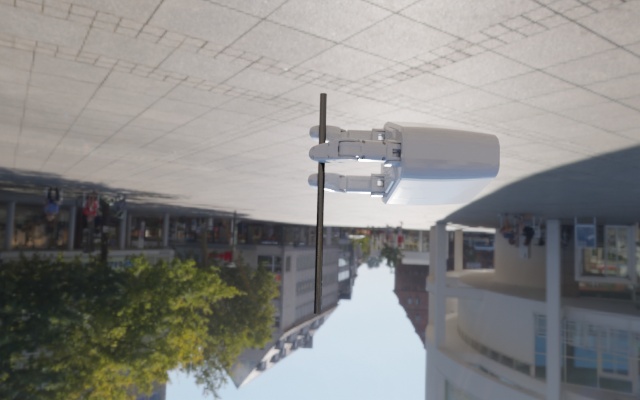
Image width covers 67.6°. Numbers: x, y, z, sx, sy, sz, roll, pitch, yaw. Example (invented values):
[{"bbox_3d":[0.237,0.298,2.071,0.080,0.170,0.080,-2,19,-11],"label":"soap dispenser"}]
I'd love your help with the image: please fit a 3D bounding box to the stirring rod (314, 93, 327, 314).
[{"bbox_3d":[0.000,0.002,0.522,0.011,0.239,0.011,2,-4,0],"label":"stirring rod"}]
